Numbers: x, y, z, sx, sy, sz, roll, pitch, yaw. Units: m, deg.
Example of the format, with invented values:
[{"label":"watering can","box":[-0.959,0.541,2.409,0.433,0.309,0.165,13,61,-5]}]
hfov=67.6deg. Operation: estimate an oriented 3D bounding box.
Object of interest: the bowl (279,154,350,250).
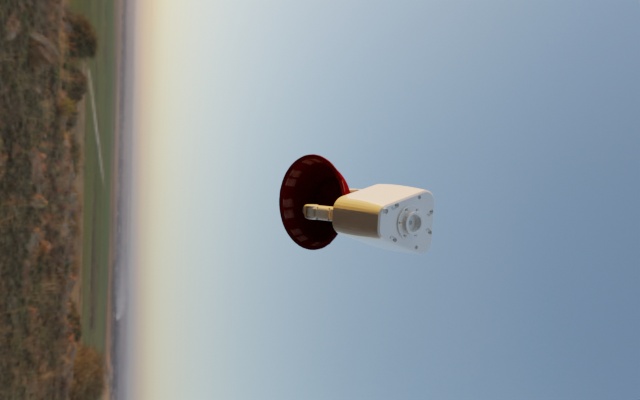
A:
[{"label":"bowl","box":[0.000,0.002,0.822,0.162,0.162,0.055,0,1,44]}]
